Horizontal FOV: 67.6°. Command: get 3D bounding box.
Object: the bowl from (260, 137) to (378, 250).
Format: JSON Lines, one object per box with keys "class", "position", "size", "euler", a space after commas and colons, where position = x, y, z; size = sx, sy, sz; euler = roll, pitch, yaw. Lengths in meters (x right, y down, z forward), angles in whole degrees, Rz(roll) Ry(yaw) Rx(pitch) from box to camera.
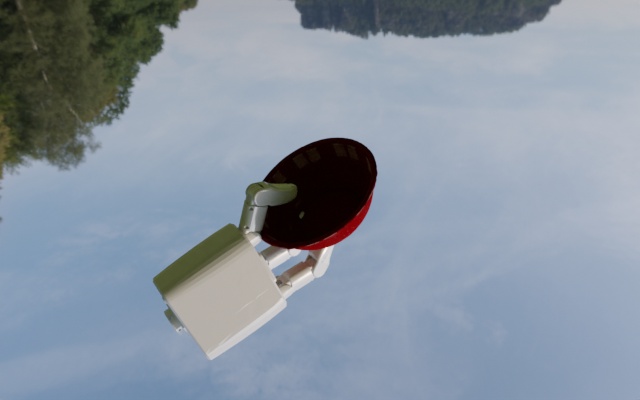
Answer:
{"class": "bowl", "position": [0.001, 0.001, 0.564], "size": [0.162, 0.162, 0.055], "euler": [0, -37, 34]}
